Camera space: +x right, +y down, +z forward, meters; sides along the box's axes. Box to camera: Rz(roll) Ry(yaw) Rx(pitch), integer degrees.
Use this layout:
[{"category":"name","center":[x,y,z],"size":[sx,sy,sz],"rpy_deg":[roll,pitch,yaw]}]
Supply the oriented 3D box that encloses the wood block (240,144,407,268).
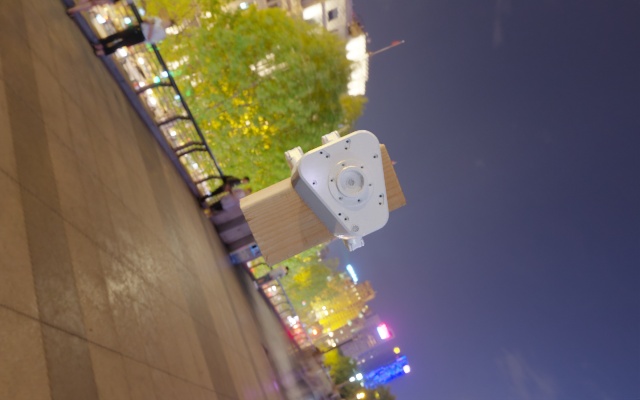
[{"category":"wood block","center":[0.000,0.002,0.668],"size":[0.206,0.091,0.090],"rpy_deg":[-24,11,-7]}]
